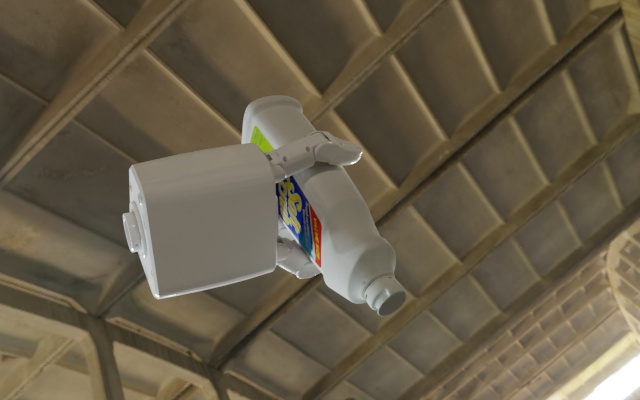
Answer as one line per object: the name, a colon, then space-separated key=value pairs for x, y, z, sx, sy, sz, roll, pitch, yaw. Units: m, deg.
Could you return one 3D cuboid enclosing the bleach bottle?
bleach bottle: x=0.000 y=0.002 z=0.460 sx=0.068 sy=0.103 sz=0.250 roll=-12 pitch=44 yaw=-28
